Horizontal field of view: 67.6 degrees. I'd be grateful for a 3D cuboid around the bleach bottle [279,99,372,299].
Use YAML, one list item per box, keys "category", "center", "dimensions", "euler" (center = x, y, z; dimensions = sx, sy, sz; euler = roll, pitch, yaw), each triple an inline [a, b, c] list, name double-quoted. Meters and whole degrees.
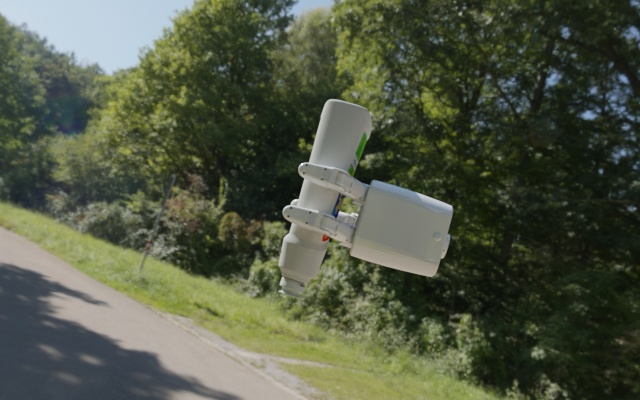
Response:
- category: "bleach bottle"
  center: [0.000, 0.002, 0.622]
  dimensions: [0.068, 0.250, 0.102]
  euler: [17, -10, 8]
